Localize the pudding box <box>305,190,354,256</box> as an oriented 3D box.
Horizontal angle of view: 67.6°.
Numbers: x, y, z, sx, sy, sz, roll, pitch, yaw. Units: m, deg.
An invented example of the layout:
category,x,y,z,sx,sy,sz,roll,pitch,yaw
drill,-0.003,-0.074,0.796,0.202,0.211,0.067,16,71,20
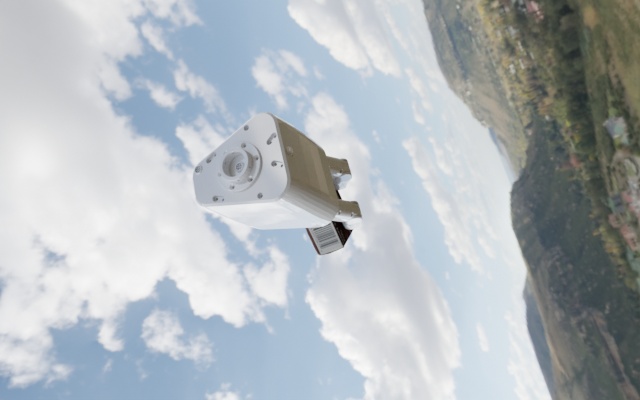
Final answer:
category,x,y,z,sx,sy,sz,roll,pitch,yaw
pudding box,0.000,0.002,0.599,0.039,0.113,0.090,-20,7,17
